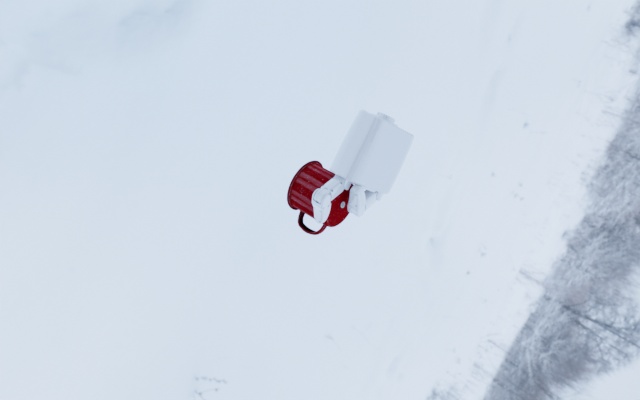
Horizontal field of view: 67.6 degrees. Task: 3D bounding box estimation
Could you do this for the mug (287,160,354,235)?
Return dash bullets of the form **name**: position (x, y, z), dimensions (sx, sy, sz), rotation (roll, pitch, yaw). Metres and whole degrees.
- **mug**: position (0.000, 0.004, 0.794), dimensions (0.081, 0.117, 0.093), rotation (30, 12, 29)
